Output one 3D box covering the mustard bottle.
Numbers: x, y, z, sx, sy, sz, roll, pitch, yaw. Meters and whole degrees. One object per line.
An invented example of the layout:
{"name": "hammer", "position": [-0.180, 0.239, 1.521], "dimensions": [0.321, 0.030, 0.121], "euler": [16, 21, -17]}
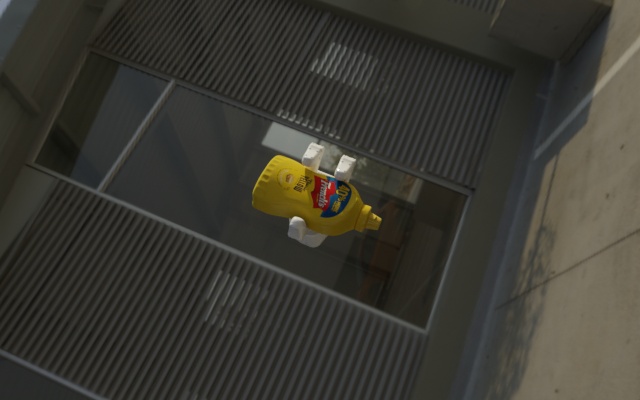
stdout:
{"name": "mustard bottle", "position": [0.000, 0.002, 0.726], "dimensions": [0.191, 0.096, 0.058], "euler": [22, -40, 7]}
